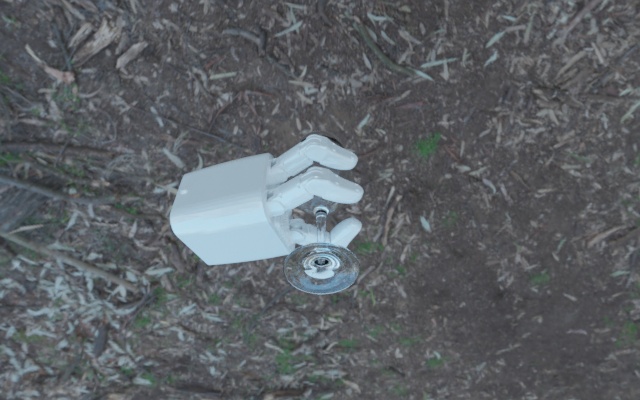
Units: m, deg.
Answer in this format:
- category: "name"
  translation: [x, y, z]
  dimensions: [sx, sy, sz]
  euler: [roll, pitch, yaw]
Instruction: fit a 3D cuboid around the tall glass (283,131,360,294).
- category: "tall glass"
  translation: [0.000, 0.002, 0.532]
  dimensions: [0.079, 0.079, 0.200]
  euler: [0, 41, 0]
